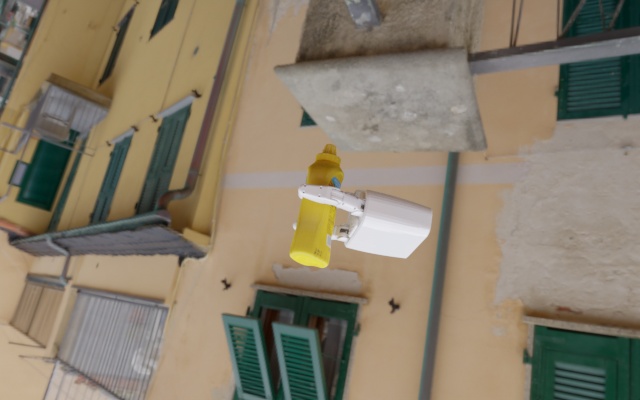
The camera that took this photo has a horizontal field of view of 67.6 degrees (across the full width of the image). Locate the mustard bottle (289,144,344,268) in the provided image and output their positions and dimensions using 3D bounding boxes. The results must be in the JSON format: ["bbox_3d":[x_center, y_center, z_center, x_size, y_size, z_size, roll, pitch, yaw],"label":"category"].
[{"bbox_3d":[0.000,0.003,0.742,0.058,0.191,0.096,7,-17,15],"label":"mustard bottle"}]
